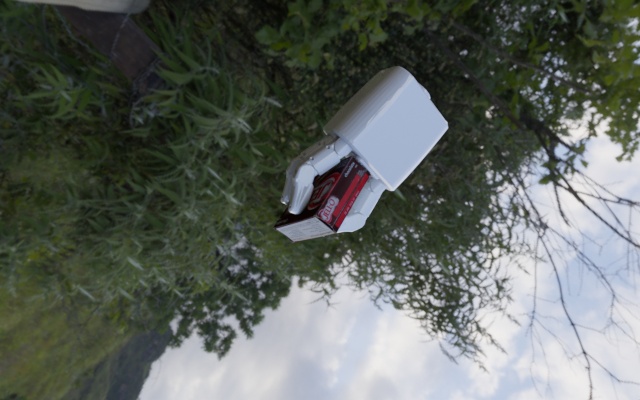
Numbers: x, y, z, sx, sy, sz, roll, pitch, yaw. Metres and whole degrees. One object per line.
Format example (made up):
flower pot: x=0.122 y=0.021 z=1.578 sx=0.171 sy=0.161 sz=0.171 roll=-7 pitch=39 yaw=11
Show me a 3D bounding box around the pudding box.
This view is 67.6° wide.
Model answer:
pudding box: x=0.000 y=0.002 z=0.577 sx=0.039 sy=0.090 sz=0.113 roll=41 pitch=-27 yaw=-15
